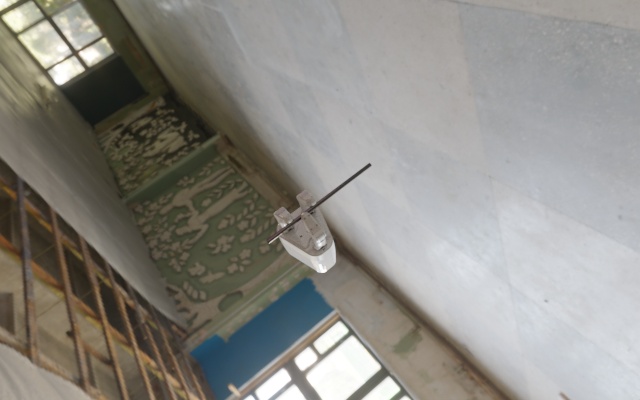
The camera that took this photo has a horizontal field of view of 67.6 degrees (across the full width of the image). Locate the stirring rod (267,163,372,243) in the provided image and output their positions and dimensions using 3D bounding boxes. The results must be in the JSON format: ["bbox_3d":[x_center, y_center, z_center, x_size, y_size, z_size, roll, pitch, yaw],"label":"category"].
[{"bbox_3d":[0.000,0.003,0.873,0.239,0.011,0.011,-37,9,-12],"label":"stirring rod"}]
